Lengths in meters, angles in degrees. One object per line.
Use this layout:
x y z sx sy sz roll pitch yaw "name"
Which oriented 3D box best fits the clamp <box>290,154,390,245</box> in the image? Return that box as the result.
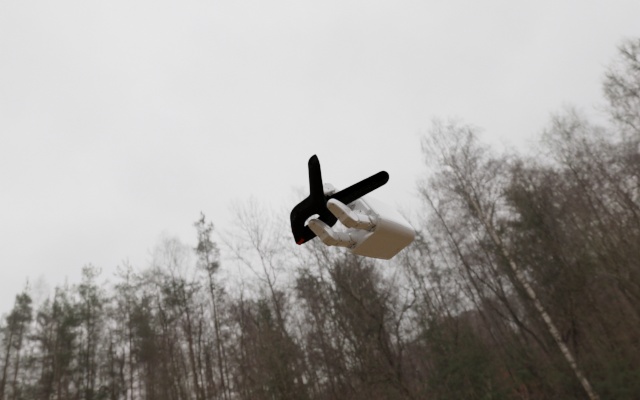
0.000 0.003 0.837 0.164 0.036 0.210 17 -51 -38 "clamp"
